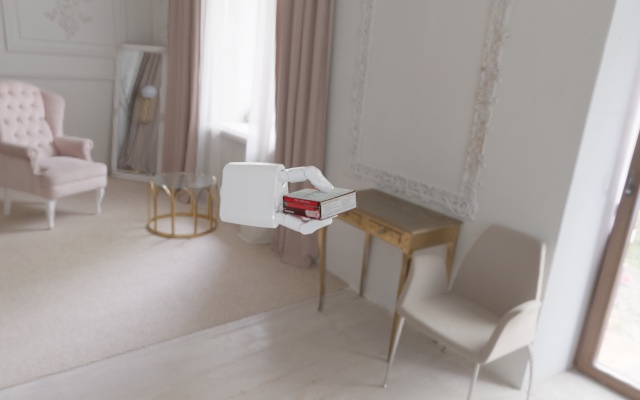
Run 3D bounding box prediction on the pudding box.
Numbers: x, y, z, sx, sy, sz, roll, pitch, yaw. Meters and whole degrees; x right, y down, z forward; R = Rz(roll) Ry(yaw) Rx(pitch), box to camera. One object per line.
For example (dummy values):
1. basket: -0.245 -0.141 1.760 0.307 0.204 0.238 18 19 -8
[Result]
1. pudding box: 0.000 0.003 0.868 0.090 0.039 0.113 11 20 38
